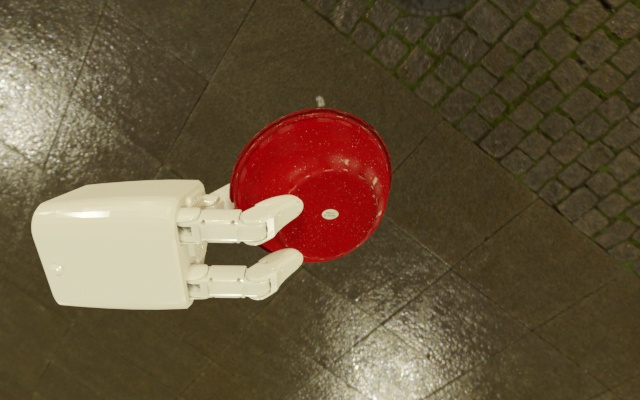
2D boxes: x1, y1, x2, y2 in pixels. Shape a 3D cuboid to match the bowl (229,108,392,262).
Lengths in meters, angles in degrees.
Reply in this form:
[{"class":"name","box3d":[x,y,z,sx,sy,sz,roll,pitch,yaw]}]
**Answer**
[{"class":"bowl","box3d":[0.001,0.001,0.438,0.162,0.162,0.055,0,29,-18]}]
